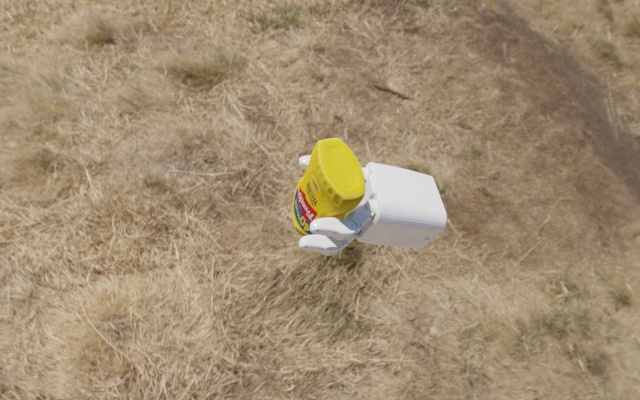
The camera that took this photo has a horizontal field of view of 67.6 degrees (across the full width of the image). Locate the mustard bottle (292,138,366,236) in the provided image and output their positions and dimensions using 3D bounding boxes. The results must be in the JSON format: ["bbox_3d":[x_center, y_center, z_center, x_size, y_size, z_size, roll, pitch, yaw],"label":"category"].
[{"bbox_3d":[0.000,0.002,0.684,0.058,0.096,0.192,-14,-23,-25],"label":"mustard bottle"}]
